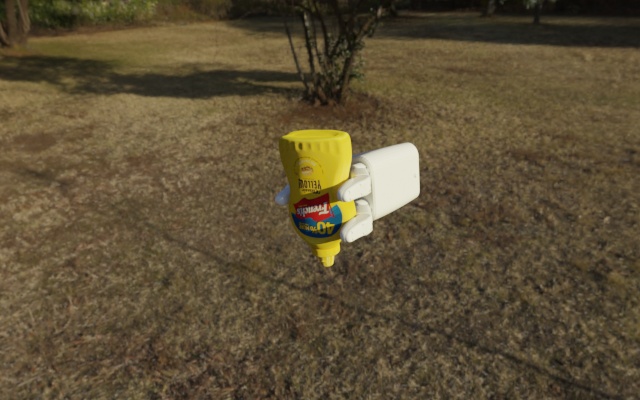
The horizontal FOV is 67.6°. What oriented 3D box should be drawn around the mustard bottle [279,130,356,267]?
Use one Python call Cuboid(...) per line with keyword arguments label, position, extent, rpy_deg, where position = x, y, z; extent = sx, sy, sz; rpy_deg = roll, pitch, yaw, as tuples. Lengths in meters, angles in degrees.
Cuboid(label="mustard bottle", position=(0.000, 0.002, 0.655), extent=(0.096, 0.192, 0.058), rpy_deg=(4, 23, 26))
